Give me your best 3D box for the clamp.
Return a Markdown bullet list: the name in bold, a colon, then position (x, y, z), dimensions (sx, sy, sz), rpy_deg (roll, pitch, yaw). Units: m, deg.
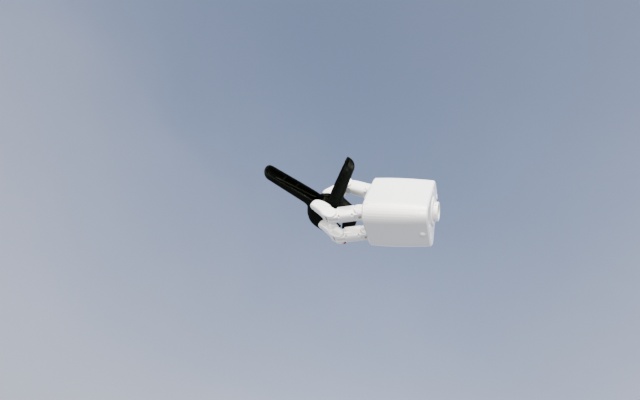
- **clamp**: position (0.001, 0.003, 0.853), dimensions (0.164, 0.036, 0.210), rpy_deg (2, -40, 22)
